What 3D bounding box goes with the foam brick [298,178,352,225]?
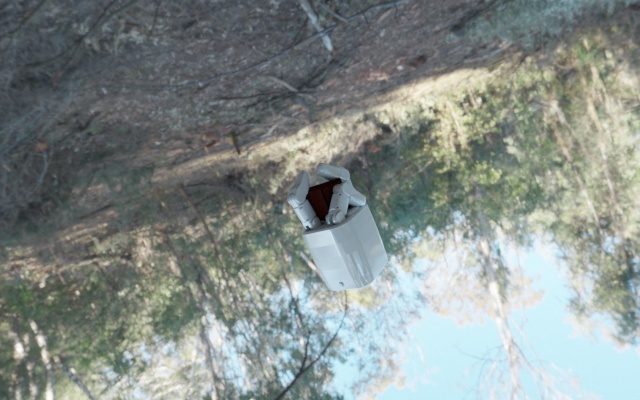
[{"bbox_3d":[0.000,0.002,0.775,0.078,0.051,0.053,-15,11,47],"label":"foam brick"}]
